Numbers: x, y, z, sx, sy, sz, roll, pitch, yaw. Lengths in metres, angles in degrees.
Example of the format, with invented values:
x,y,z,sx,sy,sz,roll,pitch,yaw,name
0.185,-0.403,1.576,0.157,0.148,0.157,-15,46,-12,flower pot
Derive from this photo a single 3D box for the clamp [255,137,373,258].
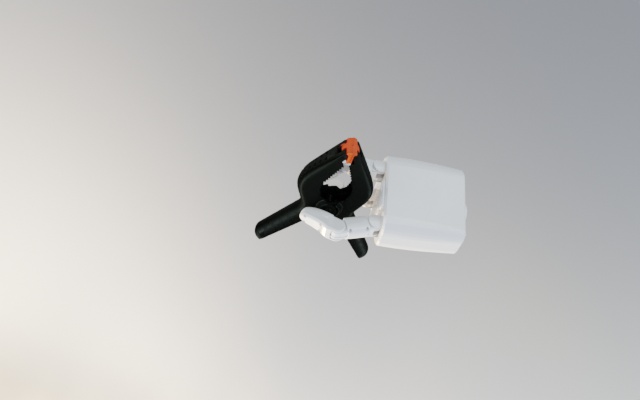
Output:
x,y,z,sx,sy,sz,roll,pitch,yaw,name
0.000,0.002,0.615,0.164,0.036,0.210,7,-41,-5,clamp
